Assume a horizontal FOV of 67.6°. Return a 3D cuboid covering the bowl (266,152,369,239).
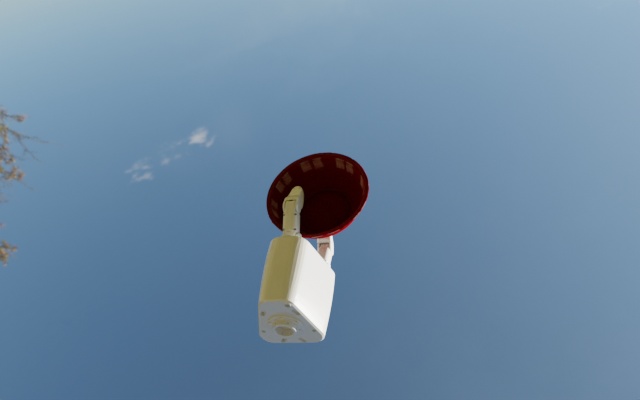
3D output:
[{"bbox_3d":[0.001,0.002,0.747,0.162,0.162,0.055,0,-35,18],"label":"bowl"}]
